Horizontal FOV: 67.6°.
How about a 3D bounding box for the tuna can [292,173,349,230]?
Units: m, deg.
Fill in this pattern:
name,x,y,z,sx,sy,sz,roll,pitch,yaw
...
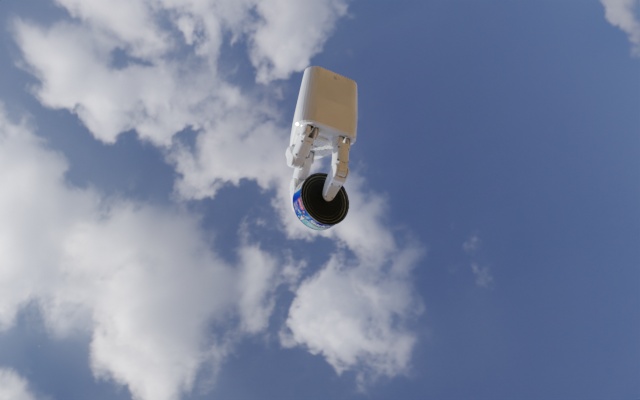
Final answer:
name,x,y,z,sx,sy,sz,roll,pitch,yaw
tuna can,0.000,0.003,0.742,0.086,0.086,0.034,0,-20,-32
